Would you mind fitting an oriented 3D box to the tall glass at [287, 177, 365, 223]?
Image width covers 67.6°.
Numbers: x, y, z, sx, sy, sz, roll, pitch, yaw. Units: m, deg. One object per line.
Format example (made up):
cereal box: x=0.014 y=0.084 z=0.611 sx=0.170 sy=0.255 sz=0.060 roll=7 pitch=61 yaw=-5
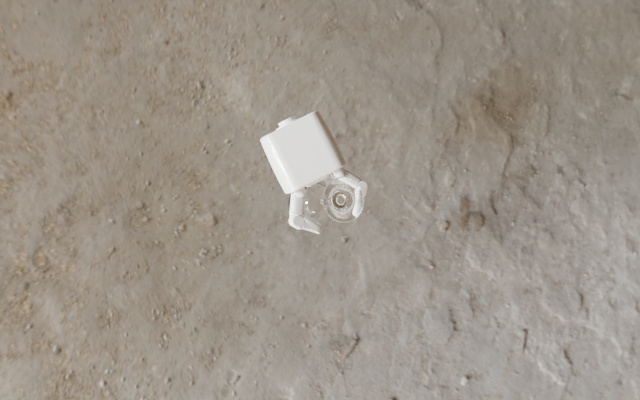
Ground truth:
tall glass: x=0.000 y=0.003 z=0.855 sx=0.079 sy=0.079 sz=0.201 roll=0 pitch=-3 yaw=-22
